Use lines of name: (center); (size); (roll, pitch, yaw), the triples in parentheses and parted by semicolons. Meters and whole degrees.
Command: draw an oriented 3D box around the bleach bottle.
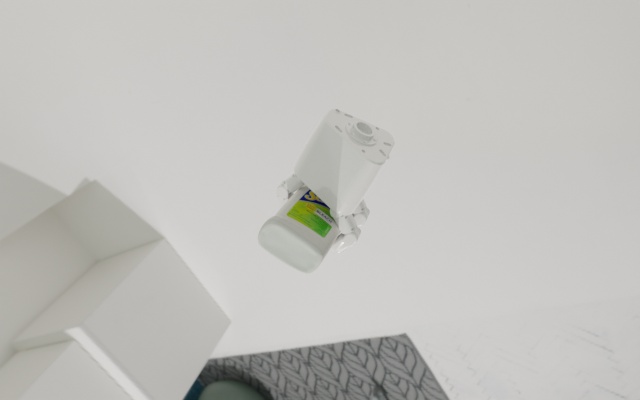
bleach bottle: (0.000, 0.003, 0.768); (0.102, 0.068, 0.250); (33, 40, 0)
